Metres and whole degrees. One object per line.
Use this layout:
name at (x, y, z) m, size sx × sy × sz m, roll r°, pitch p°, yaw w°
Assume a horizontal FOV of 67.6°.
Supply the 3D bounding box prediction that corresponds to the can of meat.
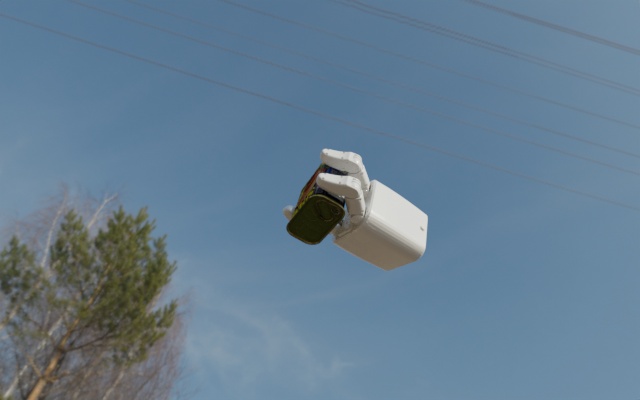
can of meat at (0.000, 0.002, 0.707) m, size 0.057 × 0.084 × 0.102 m, roll 29°, pitch -46°, yaw -12°
